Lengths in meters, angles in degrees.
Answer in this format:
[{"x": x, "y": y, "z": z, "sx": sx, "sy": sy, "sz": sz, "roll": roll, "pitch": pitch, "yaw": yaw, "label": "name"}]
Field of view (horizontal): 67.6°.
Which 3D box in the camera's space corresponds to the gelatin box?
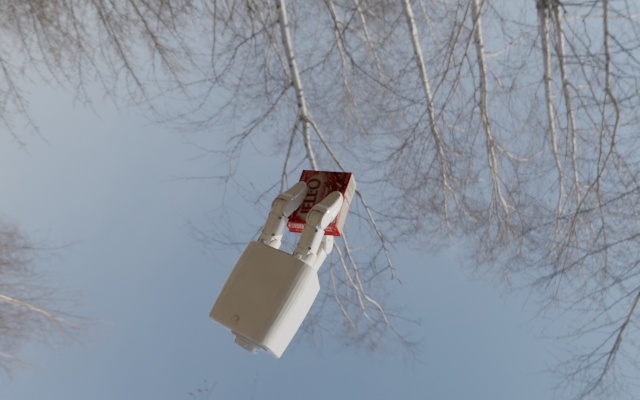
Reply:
[{"x": 0.000, "y": 0.002, "z": 0.632, "sx": 0.073, "sy": 0.089, "sz": 0.030, "roll": 5, "pitch": -34, "yaw": 23, "label": "gelatin box"}]
